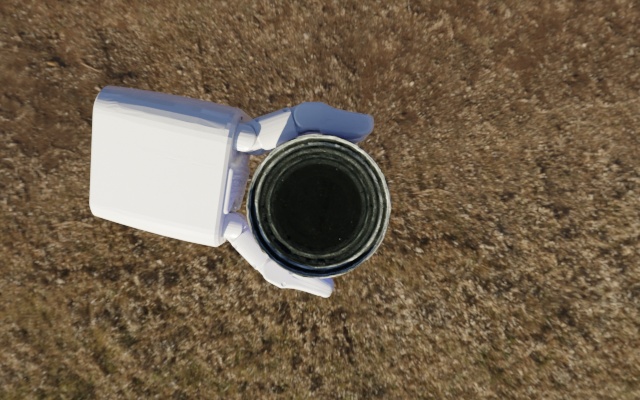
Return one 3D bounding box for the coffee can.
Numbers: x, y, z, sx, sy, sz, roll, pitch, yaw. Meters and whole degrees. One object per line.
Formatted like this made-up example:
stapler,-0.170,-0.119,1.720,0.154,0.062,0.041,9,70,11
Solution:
coffee can,0.000,0.001,0.404,0.103,0.103,0.140,0,2,1
